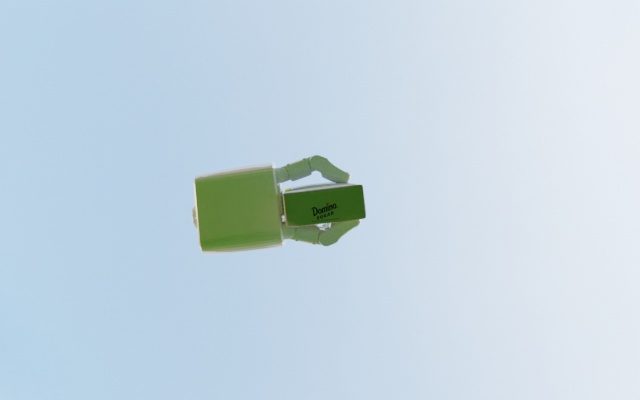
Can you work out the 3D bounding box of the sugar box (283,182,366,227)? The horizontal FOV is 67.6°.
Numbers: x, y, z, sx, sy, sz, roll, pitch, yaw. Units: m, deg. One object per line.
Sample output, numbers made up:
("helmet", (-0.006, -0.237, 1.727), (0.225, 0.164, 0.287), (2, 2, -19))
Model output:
("sugar box", (0.000, 0.003, 0.618), (0.093, 0.048, 0.176), (-7, 6, -2))
